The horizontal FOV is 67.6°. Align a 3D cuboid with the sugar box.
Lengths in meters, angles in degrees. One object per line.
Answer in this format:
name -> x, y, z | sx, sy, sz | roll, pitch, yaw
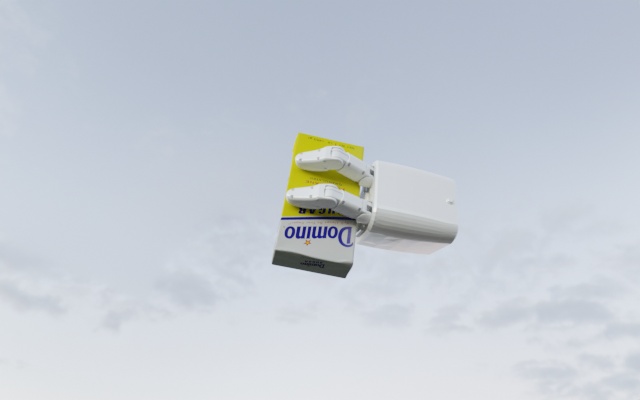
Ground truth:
sugar box -> 0.000, 0.002, 0.592 | 0.093, 0.176, 0.048 | 11, -36, -5
